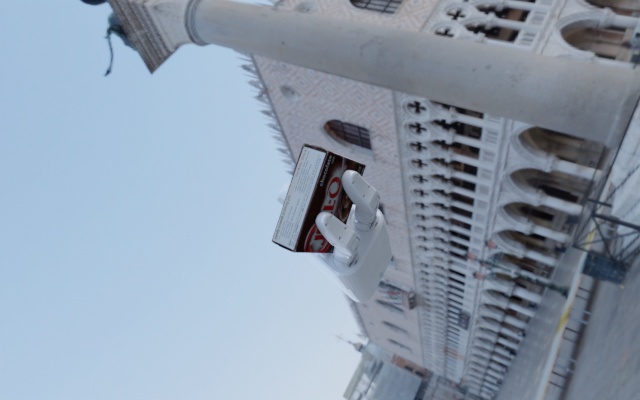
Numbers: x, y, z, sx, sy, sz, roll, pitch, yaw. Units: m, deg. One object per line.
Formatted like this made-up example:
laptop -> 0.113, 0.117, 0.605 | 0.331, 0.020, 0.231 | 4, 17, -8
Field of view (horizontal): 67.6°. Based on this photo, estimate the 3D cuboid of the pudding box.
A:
pudding box -> 0.000, 0.002, 0.527 | 0.039, 0.113, 0.090 | 18, 4, 30
